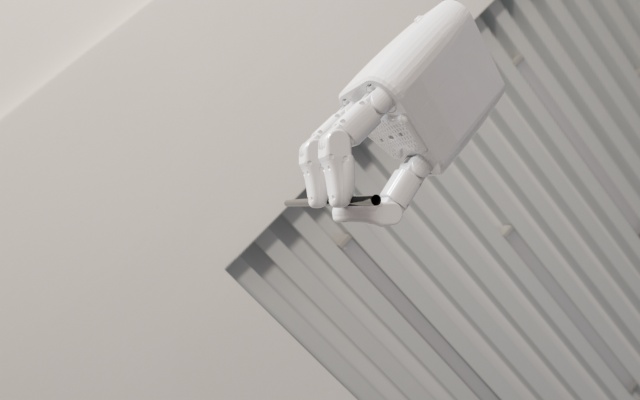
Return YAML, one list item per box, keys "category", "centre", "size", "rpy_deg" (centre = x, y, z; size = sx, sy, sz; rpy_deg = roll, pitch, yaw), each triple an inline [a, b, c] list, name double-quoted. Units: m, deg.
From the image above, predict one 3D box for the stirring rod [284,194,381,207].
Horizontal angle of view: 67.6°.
- category: "stirring rod"
  centre: [0.000, 0.001, 0.448]
  size: [0.011, 0.011, 0.239]
  rpy_deg: [0, -1, -19]
